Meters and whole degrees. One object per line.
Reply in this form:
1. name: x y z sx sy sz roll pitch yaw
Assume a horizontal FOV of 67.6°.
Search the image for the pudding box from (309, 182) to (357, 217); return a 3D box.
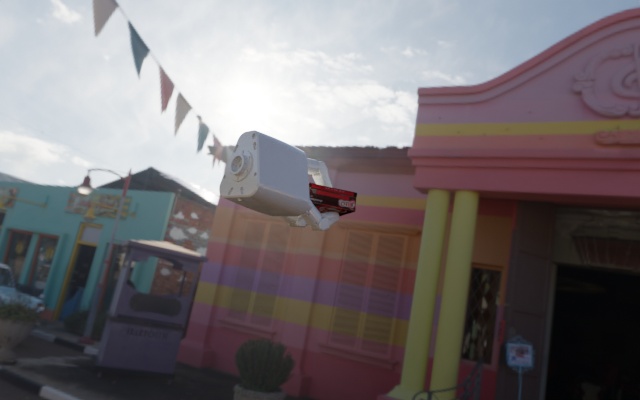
1. pudding box: 0.000 0.003 0.830 0.090 0.039 0.113 13 -11 -19
